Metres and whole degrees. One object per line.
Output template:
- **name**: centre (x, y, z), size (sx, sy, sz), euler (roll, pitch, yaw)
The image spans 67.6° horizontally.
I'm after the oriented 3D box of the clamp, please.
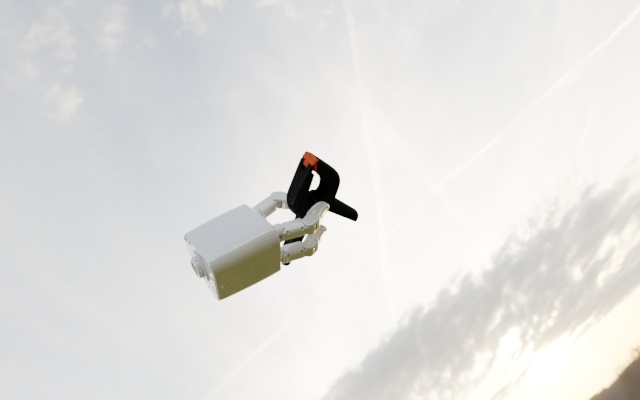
- **clamp**: centre (-0.001, 0.002, 0.764), size (0.164, 0.210, 0.036), euler (-28, 52, -26)
